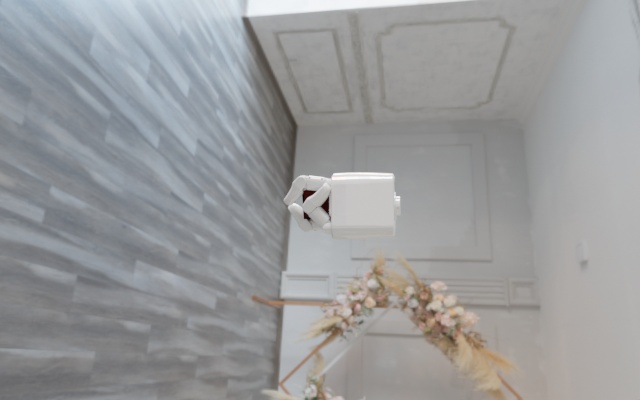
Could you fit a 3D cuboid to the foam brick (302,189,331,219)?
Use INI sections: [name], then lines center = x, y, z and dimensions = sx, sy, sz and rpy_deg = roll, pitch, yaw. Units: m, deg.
[foam brick]
center = 0.000, 0.003, 0.876
dimensions = 0.051, 0.053, 0.078
rpy_deg = -2, 9, 10
